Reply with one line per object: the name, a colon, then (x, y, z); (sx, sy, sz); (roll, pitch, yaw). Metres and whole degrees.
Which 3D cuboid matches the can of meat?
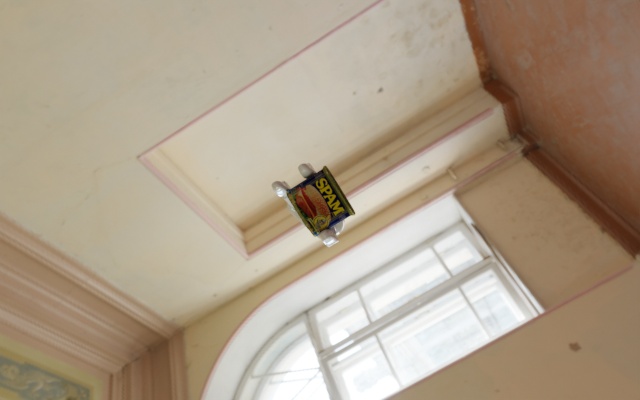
can of meat: (0.000, 0.003, 0.848); (0.084, 0.102, 0.057); (-32, 2, 8)
